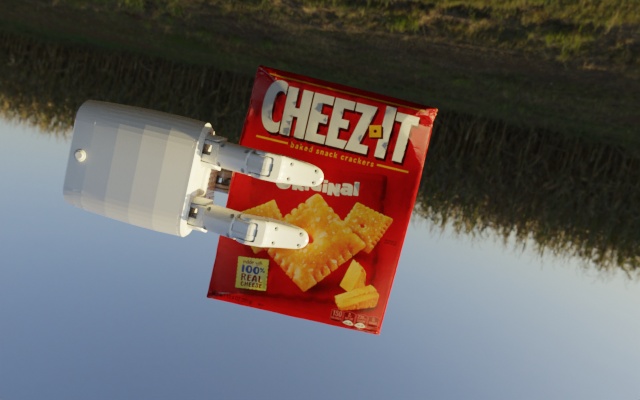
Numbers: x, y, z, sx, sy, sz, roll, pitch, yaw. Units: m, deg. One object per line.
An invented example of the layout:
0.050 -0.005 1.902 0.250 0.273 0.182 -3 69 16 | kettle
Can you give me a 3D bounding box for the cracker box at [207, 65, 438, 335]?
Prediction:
0.000 0.002 0.446 0.164 0.214 0.072 13 6 -1 | cracker box
